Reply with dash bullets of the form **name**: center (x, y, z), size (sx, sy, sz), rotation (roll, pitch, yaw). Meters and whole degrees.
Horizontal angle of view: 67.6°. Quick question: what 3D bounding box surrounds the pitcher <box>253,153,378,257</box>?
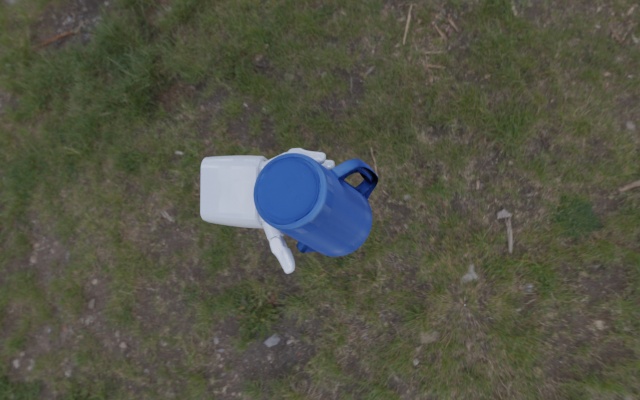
- **pitcher**: center (0.000, 0.002, 0.746), size (0.145, 0.149, 0.243), rotation (2, -11, 18)
